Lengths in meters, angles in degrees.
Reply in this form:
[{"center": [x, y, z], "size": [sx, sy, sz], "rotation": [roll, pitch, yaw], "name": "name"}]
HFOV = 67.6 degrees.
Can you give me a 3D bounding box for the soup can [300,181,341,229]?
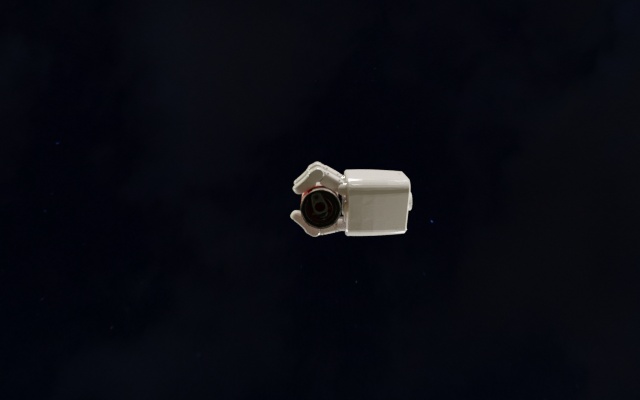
[{"center": [0.000, 0.003, 0.835], "size": [0.068, 0.068, 0.102], "rotation": [0, 14, -1], "name": "soup can"}]
